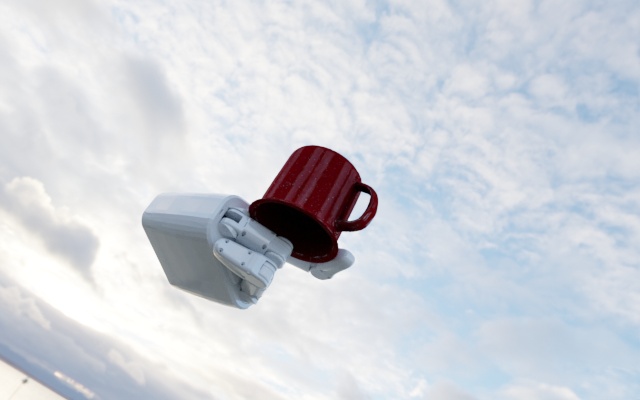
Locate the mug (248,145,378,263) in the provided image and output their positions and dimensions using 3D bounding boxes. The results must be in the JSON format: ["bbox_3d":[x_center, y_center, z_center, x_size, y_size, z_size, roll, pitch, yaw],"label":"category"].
[{"bbox_3d":[0.001,0.001,0.456,0.117,0.081,0.093,4,-41,33],"label":"mug"}]
